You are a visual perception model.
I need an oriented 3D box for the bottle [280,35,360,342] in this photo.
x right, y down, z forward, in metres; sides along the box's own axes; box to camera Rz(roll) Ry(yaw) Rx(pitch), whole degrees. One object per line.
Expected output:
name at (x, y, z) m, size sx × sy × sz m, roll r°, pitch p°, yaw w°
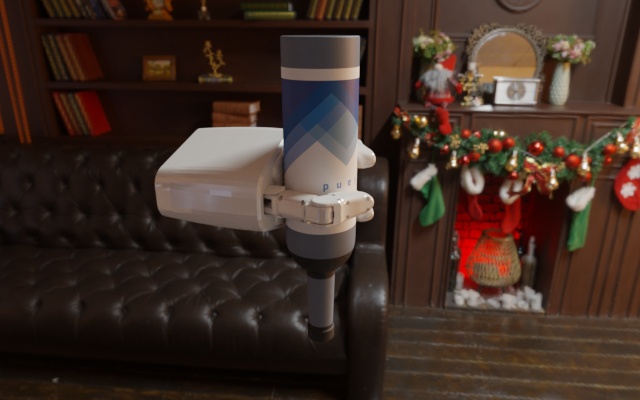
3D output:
bottle at (0.000, 0.001, 0.447) m, size 0.069 × 0.296 × 0.069 m, roll 0°, pitch 20°, yaw 0°
